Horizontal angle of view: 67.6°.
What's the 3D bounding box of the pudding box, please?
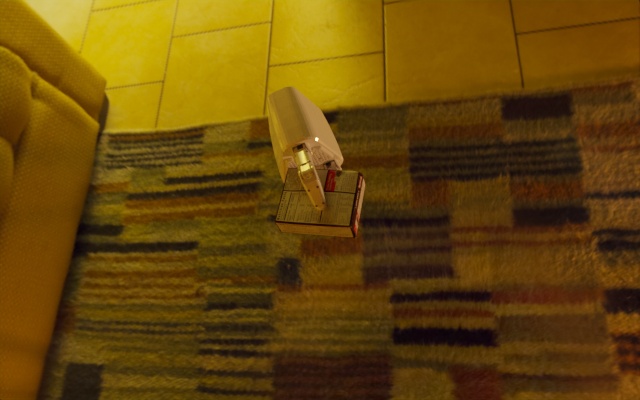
[{"bbox_3d":[0.000,0.002,0.667,0.113,0.090,0.039,3,-26,19],"label":"pudding box"}]
